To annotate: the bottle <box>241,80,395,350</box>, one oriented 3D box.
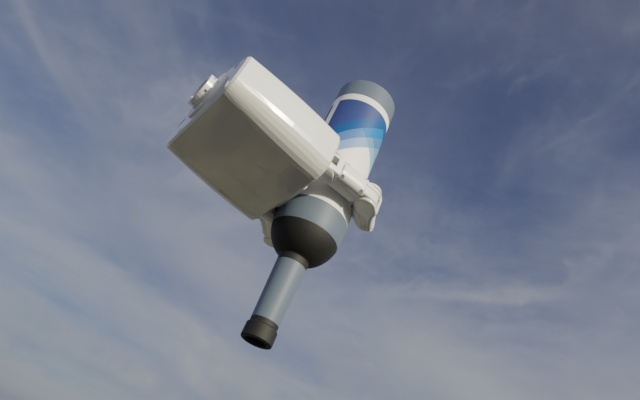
[{"bbox_3d":[0.000,0.001,0.461,0.069,0.295,0.069,17,-34,12],"label":"bottle"}]
